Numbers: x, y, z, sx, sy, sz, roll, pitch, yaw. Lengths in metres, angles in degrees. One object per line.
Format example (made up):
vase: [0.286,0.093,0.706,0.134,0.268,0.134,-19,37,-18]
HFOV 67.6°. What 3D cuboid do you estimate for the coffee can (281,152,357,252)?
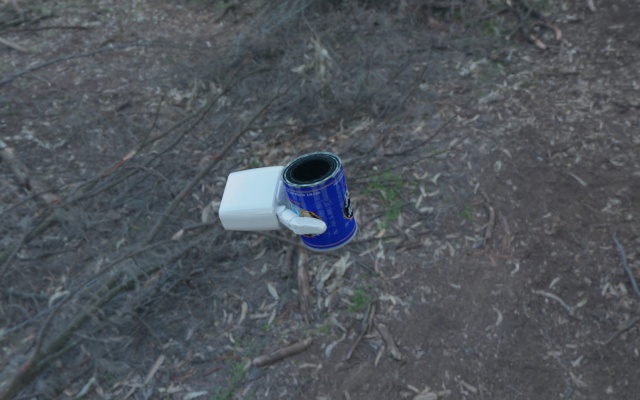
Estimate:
coffee can: [0.000,0.003,0.818,0.103,0.140,0.102,-11,35,8]
